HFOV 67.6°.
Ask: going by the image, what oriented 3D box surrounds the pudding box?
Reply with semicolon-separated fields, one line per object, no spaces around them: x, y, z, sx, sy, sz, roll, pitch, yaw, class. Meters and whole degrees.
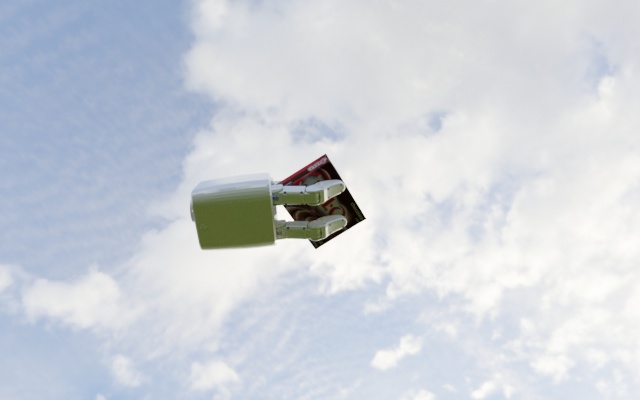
0.000;0.002;0.690;0.090;0.113;0.039;-31;28;6;pudding box
